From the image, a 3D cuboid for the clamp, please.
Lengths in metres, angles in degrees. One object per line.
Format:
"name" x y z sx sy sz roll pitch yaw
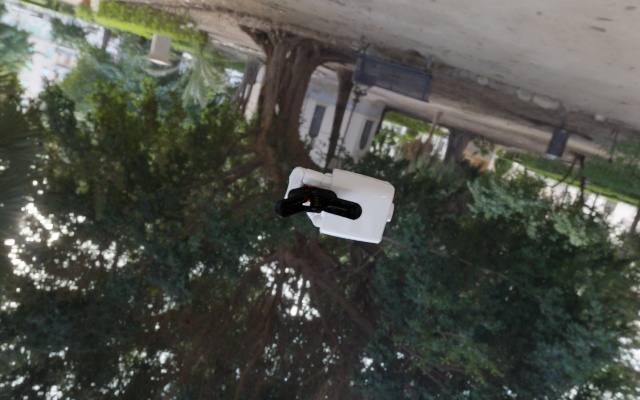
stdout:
"clamp" 0.000 0.003 0.723 0.120 0.039 0.171 9 12 0
